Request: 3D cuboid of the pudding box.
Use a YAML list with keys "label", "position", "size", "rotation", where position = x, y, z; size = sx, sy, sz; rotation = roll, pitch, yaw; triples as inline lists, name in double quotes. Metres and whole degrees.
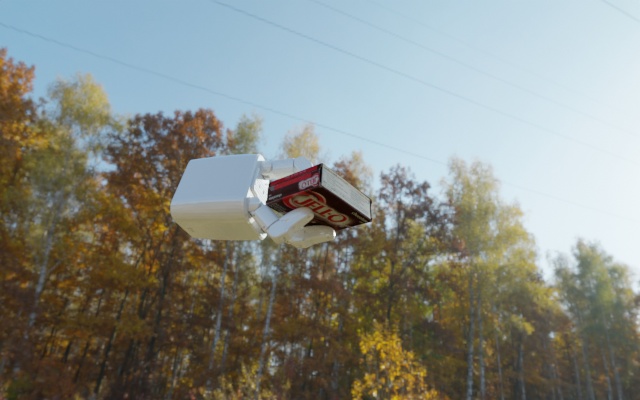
- label: "pudding box"
  position: [0.000, 0.002, 0.616]
  size: [0.090, 0.039, 0.113]
  rotation: [-17, -32, 36]
